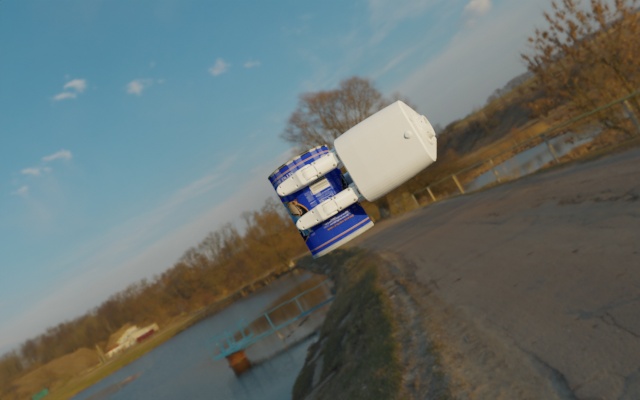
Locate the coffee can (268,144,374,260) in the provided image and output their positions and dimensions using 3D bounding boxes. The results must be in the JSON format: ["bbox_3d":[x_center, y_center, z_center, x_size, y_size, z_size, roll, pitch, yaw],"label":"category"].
[{"bbox_3d":[0.000,0.003,0.714,0.103,0.140,0.103,-30,-3,-2],"label":"coffee can"}]
